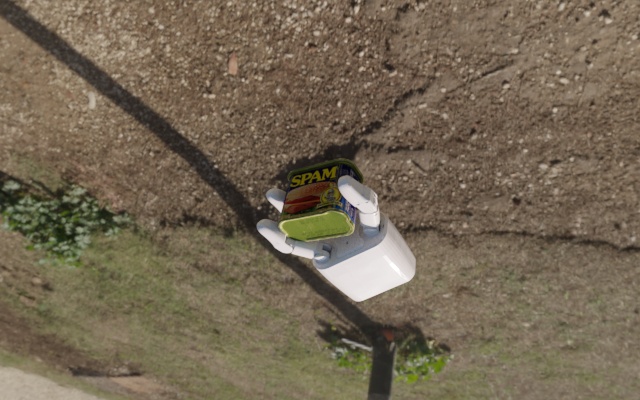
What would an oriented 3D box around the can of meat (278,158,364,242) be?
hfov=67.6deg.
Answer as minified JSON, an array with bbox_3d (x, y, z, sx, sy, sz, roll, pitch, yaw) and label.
[{"bbox_3d":[0.000,0.002,0.616,0.102,0.084,0.057,-12,-43,27],"label":"can of meat"}]
